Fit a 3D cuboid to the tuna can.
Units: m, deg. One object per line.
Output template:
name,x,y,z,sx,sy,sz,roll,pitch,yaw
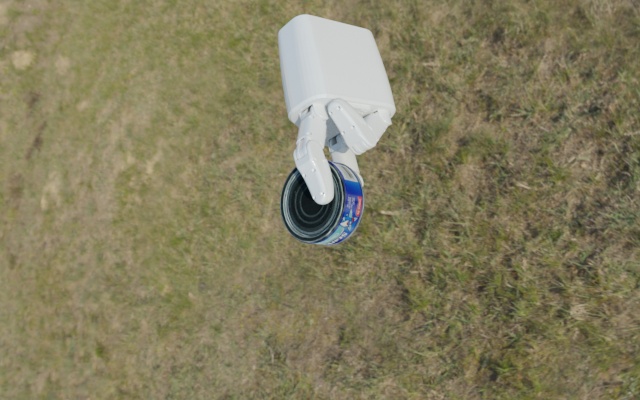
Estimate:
tuna can,0.000,0.002,0.477,0.086,0.086,0.034,0,-6,40
